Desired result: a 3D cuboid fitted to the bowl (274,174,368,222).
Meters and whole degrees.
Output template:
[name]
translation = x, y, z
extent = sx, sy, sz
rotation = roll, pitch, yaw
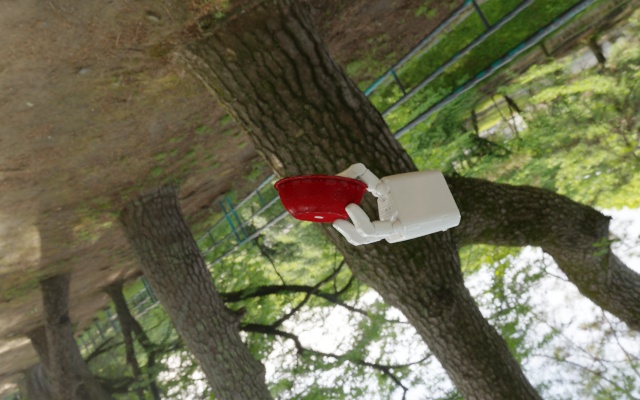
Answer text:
[bowl]
translation = -0.001, 0.003, 0.809
extent = 0.162, 0.055, 0.162
rotation = 2, -12, 0
